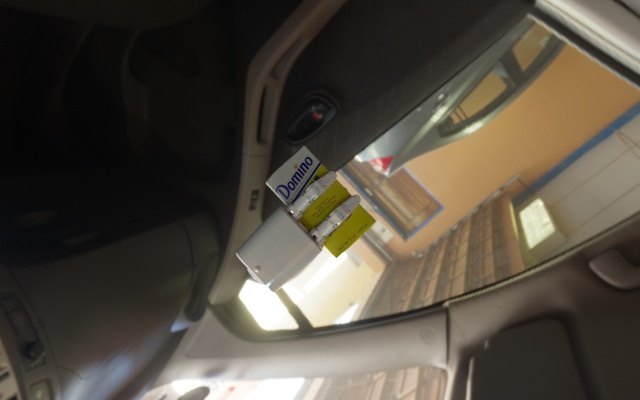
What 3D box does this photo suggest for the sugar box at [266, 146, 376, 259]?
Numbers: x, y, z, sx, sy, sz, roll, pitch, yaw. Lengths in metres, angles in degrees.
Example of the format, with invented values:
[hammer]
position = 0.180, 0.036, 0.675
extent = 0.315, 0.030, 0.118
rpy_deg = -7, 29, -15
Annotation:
[sugar box]
position = 0.000, 0.003, 0.800
extent = 0.093, 0.176, 0.048
rpy_deg = -44, -5, -1
